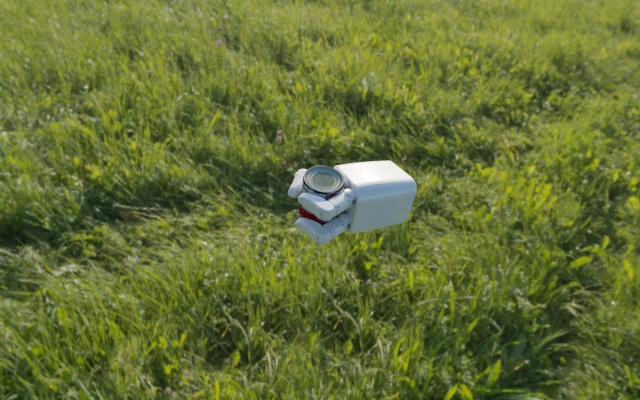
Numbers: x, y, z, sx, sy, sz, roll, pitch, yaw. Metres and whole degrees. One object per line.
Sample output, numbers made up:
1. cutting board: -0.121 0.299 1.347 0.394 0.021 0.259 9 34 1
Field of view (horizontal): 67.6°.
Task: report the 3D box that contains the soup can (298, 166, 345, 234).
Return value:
1. soup can: 0.000 0.002 0.780 0.068 0.102 0.068 5 43 -4
